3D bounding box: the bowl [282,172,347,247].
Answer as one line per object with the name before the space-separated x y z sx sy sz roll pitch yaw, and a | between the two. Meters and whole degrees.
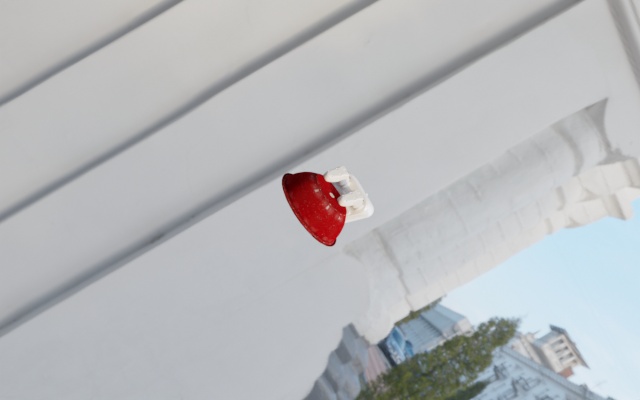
bowl | 0.000 0.003 0.880 0.055 0.162 0.162 -34 -12 18
